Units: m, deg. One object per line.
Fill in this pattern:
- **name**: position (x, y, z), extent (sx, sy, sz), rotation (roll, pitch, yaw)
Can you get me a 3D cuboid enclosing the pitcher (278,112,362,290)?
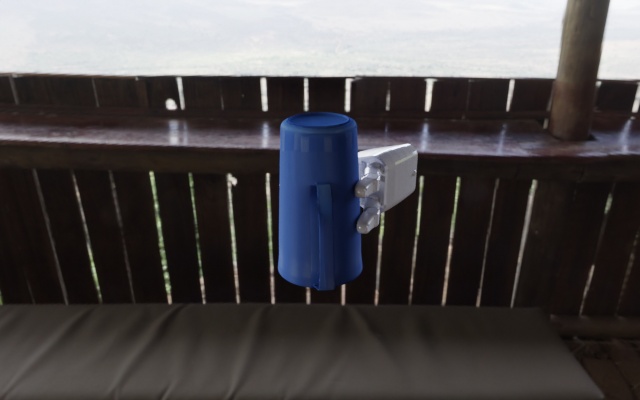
- **pitcher**: position (0.000, 0.002, 0.703), extent (0.149, 0.243, 0.145), rotation (18, 29, 38)
